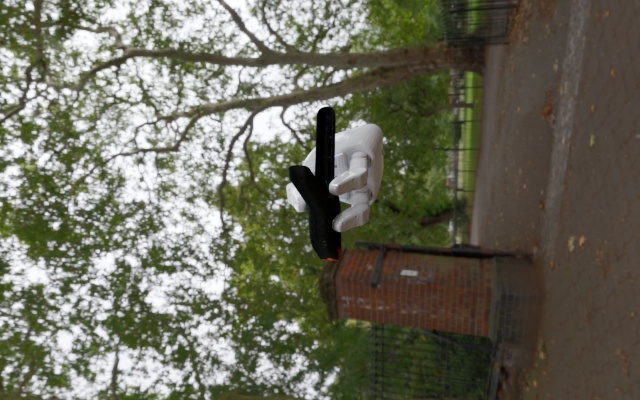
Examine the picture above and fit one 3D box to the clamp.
[{"bbox_3d":[-0.001,0.002,0.623,0.036,0.210,0.164,2,29,15],"label":"clamp"}]
